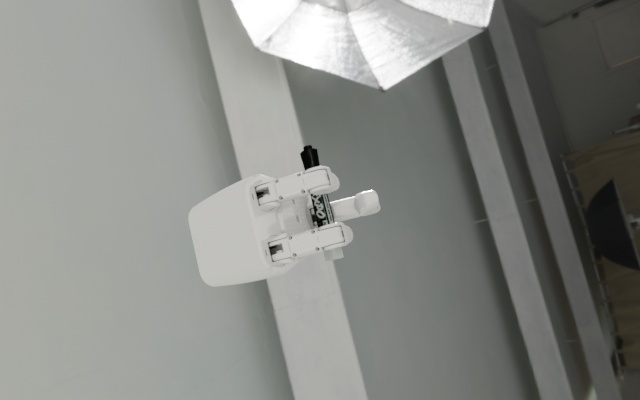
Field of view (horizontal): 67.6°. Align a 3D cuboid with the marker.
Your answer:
[{"bbox_3d":[0.000,0.002,0.490,0.020,0.121,0.020,-13,-8,-2],"label":"marker"}]
